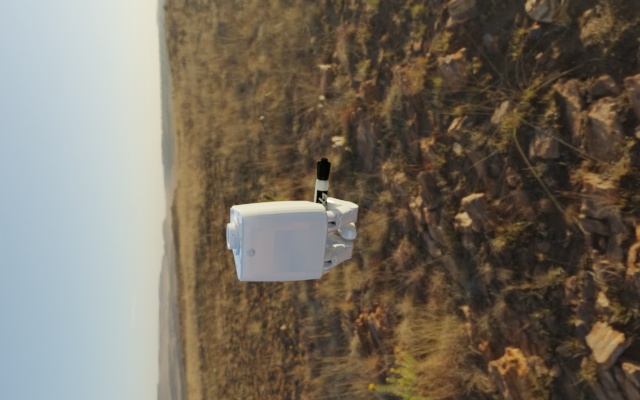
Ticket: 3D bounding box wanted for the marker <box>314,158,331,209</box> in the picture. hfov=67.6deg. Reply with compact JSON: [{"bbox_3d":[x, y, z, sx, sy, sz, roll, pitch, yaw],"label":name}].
[{"bbox_3d":[0.000,0.002,0.644,0.020,0.121,0.020,5,19,-2],"label":"marker"}]
